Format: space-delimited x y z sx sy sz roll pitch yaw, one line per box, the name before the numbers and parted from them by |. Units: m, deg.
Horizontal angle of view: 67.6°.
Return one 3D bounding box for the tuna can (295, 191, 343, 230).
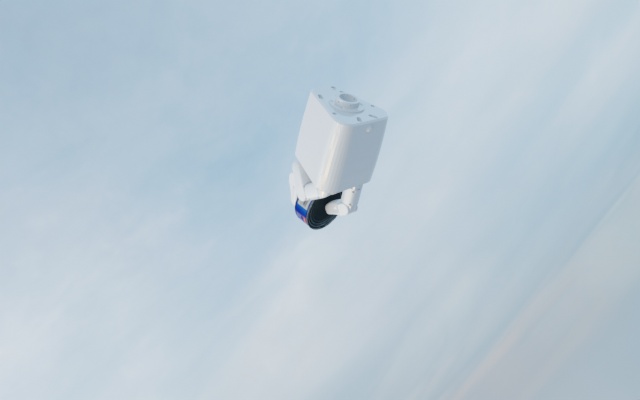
tuna can | 0.000 0.002 0.768 0.033 0.086 0.086 37 22 32
